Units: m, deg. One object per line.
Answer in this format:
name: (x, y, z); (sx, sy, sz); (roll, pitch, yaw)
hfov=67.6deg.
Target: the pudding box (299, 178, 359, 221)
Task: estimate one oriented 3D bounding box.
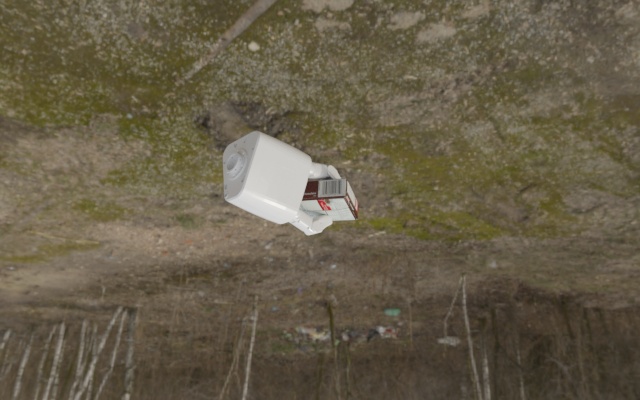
pudding box: (0.000, 0.003, 0.806); (0.113, 0.039, 0.090); (-3, -26, 17)
